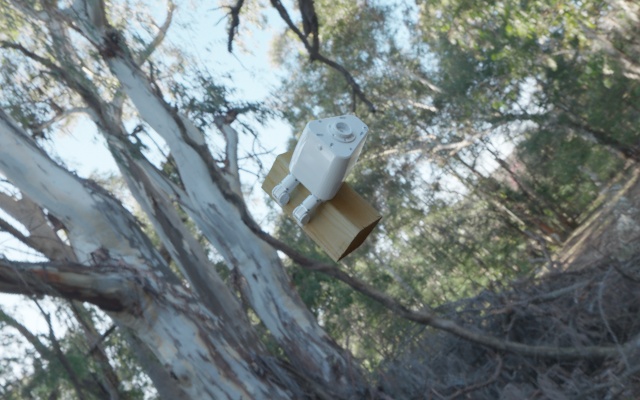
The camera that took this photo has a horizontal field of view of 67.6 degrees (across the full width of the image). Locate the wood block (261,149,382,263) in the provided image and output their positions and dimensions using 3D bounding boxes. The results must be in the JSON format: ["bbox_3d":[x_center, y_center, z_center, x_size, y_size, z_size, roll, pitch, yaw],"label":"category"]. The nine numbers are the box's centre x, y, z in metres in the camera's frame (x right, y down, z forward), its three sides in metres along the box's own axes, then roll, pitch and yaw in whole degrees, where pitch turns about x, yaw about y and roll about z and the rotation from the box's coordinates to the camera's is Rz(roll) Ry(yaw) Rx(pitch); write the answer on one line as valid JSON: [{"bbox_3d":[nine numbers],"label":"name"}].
[{"bbox_3d":[0.000,0.002,0.894,0.206,0.090,0.091,44,37,16],"label":"wood block"}]
